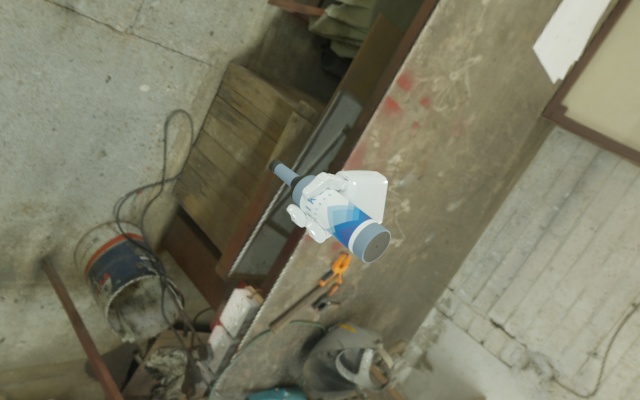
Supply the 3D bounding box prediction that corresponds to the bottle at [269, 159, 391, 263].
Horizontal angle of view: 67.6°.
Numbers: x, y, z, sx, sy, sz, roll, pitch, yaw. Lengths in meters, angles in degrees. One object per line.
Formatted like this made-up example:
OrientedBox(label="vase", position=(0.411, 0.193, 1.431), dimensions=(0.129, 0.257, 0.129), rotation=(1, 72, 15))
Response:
OrientedBox(label="bottle", position=(0.000, 0.003, 0.875), dimensions=(0.069, 0.069, 0.295), rotation=(0, 30, -47))
